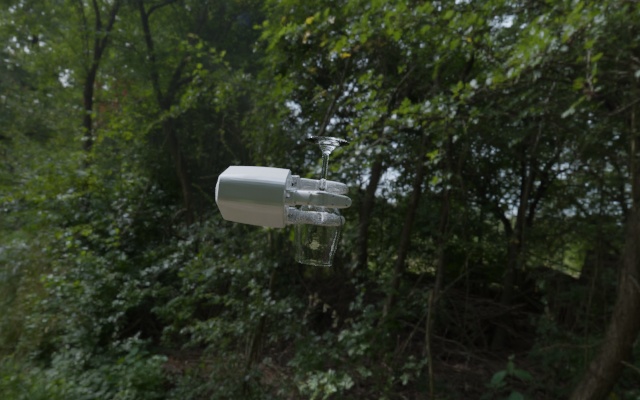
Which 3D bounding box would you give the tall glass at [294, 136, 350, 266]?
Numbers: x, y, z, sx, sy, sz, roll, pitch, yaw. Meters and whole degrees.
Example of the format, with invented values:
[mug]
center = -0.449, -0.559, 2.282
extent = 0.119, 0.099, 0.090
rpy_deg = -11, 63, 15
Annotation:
[tall glass]
center = 0.000, 0.002, 0.772
extent = 0.079, 0.201, 0.079
rpy_deg = 6, -3, 0
